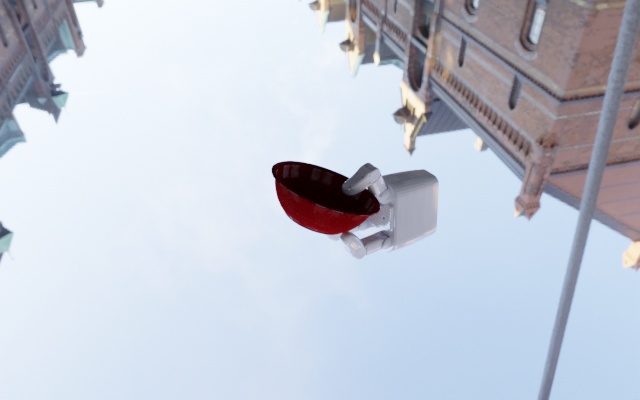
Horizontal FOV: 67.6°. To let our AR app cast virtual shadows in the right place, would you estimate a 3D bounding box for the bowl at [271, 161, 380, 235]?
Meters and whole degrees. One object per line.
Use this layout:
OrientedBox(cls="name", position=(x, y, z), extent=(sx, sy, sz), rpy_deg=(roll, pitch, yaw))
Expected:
OrientedBox(cls="bowl", position=(-0.001, 0.002, 0.676), extent=(0.162, 0.055, 0.162), rpy_deg=(19, 20, -7))
